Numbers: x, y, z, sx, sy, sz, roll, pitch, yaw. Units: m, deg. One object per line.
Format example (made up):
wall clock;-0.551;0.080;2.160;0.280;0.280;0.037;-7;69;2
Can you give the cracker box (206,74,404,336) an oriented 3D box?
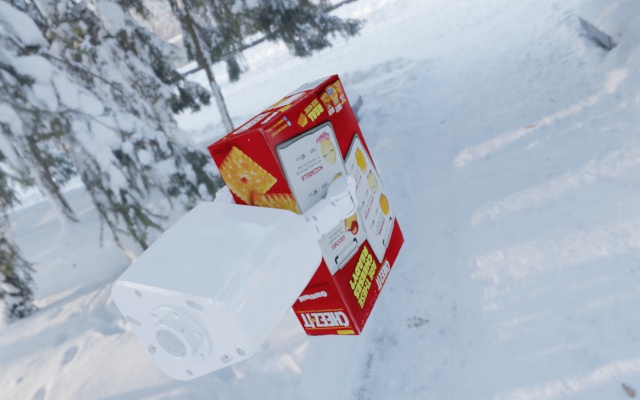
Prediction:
cracker box;0.000;0.001;0.485;0.072;0.214;0.164;-11;23;32
